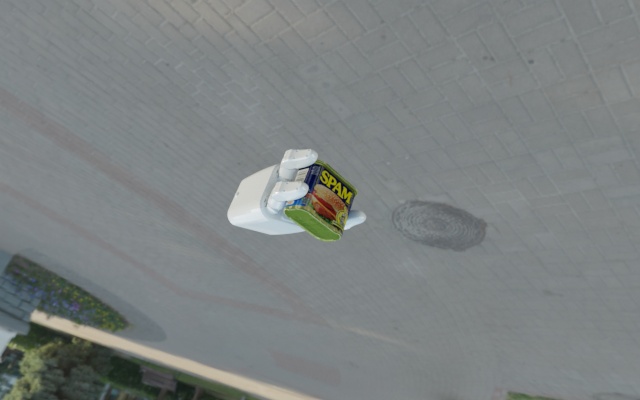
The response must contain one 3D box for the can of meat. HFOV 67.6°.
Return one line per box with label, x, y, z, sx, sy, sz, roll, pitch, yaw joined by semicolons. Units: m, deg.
can of meat;0.000;0.003;0.712;0.057;0.084;0.102;-10;-39;45
